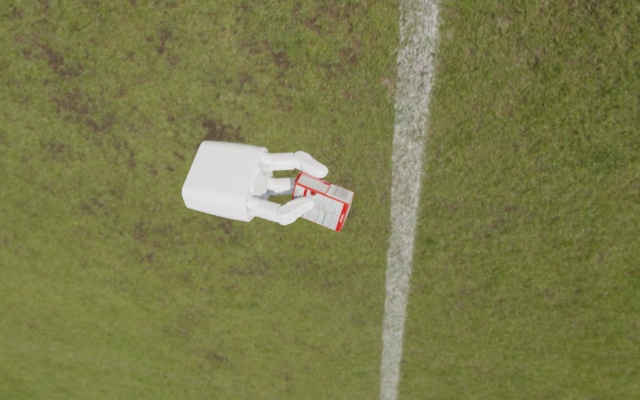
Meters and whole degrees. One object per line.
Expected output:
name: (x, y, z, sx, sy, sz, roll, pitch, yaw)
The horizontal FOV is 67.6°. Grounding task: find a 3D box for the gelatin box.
gelatin box: (0.000, 0.003, 0.731, 0.089, 0.030, 0.073, 22, -40, 6)
